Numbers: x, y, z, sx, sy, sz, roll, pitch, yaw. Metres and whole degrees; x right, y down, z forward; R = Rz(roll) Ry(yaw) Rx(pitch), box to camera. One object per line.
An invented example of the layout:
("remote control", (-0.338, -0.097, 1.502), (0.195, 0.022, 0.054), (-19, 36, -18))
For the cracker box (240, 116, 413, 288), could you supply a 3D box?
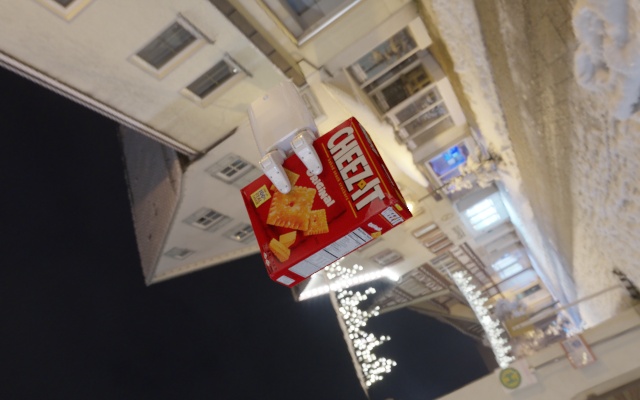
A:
("cracker box", (0.000, 0.002, 0.701), (0.214, 0.164, 0.072), (-32, -32, 15))
